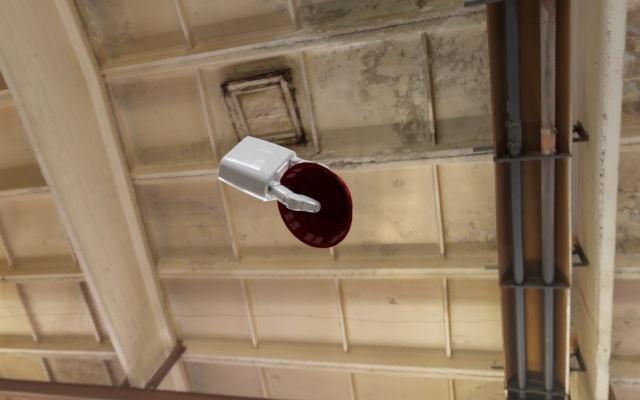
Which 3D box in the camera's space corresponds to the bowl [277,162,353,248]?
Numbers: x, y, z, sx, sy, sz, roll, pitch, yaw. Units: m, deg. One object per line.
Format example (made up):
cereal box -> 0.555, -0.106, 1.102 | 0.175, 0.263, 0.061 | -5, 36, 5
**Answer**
bowl -> 0.001, 0.004, 0.869 | 0.162, 0.162, 0.055 | 0, 17, 34
